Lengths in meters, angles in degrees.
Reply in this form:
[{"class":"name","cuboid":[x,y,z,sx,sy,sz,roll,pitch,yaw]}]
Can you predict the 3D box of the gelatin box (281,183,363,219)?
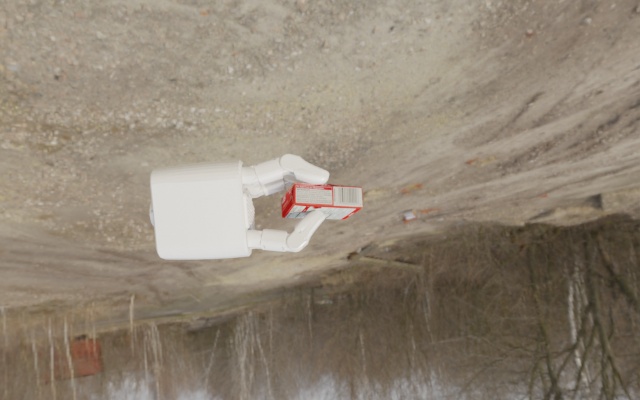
[{"class":"gelatin box","cuboid":[0.000,0.002,0.599,0.089,0.030,0.073,3,-15,-14]}]
